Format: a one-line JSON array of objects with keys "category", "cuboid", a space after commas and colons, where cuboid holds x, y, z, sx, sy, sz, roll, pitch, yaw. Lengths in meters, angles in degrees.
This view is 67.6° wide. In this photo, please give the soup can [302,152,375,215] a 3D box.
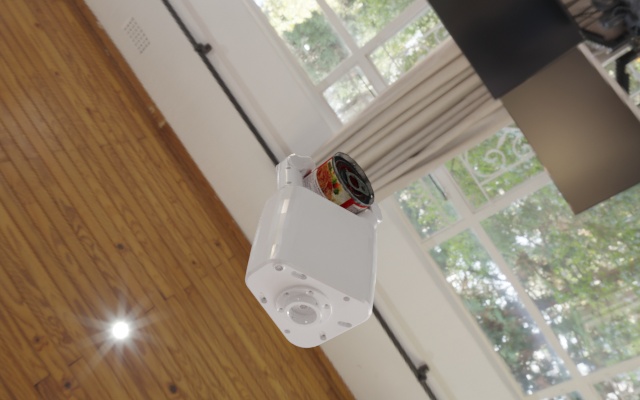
[{"category": "soup can", "cuboid": [0.000, 0.002, 0.535, 0.102, 0.068, 0.068, -35, -18, 27]}]
